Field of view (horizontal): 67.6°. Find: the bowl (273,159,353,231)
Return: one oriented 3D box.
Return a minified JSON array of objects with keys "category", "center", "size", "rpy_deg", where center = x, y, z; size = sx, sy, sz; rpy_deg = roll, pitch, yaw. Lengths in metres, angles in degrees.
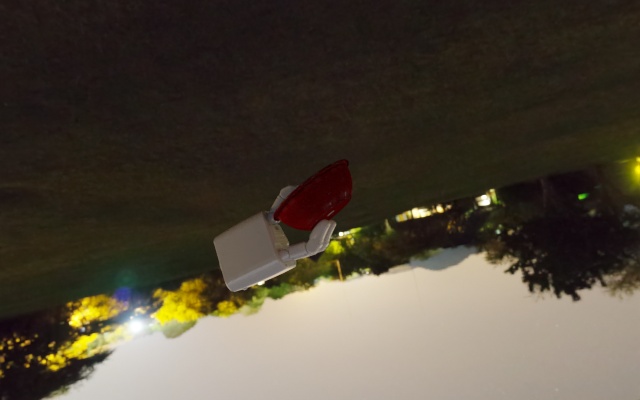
[{"category":"bowl","center":[0.001,0.002,0.804],"size":[0.162,0.055,0.162],"rpy_deg":[-37,-11,-8]}]
